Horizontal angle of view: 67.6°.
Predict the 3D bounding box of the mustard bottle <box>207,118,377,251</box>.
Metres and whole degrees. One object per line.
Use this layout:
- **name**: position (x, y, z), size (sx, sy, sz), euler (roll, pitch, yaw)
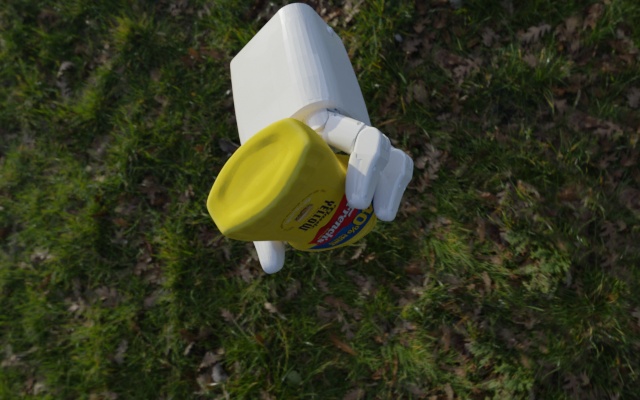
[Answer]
- **mustard bottle**: position (0.000, 0.002, 0.407), size (0.058, 0.096, 0.192), euler (51, 15, 28)
